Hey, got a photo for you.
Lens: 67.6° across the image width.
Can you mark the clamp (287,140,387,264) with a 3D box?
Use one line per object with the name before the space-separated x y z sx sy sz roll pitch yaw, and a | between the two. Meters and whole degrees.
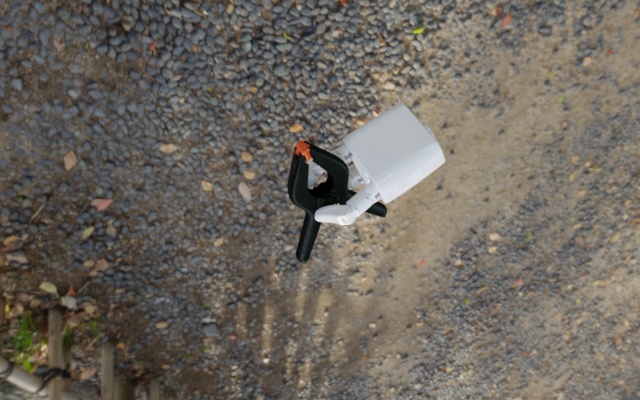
clamp | 0.000 0.002 0.708 0.164 0.210 0.036 -36 44 -1
